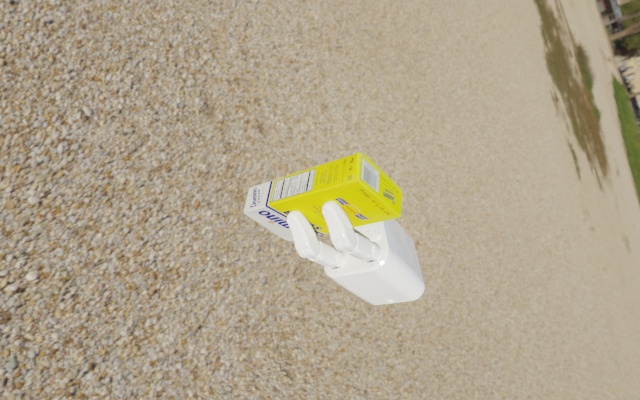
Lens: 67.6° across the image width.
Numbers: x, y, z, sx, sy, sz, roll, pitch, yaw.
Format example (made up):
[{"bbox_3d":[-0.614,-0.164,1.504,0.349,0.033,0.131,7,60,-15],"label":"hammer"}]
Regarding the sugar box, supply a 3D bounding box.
[{"bbox_3d":[0.000,0.002,0.585,0.176,0.048,0.093,-18,-40,35],"label":"sugar box"}]
